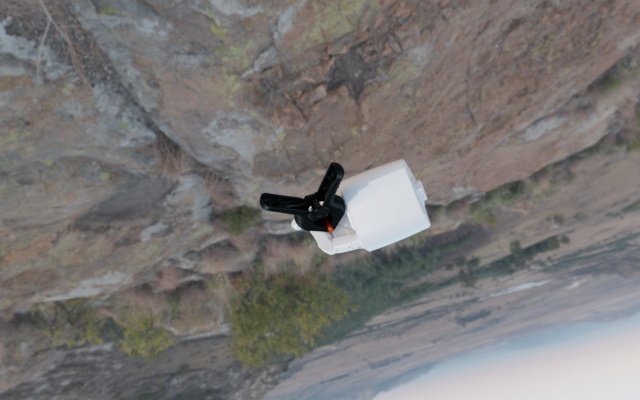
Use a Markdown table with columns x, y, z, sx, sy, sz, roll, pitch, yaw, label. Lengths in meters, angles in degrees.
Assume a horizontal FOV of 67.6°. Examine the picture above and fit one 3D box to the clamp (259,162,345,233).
| x | y | z | sx | sy | sz | roll | pitch | yaw | label |
| --- | --- | --- | --- | --- | --- | --- | --- | --- | --- |
| 0.000 | 0.003 | 0.692 | 0.120 | 0.039 | 0.171 | -22 | -24 | 16 | clamp |
